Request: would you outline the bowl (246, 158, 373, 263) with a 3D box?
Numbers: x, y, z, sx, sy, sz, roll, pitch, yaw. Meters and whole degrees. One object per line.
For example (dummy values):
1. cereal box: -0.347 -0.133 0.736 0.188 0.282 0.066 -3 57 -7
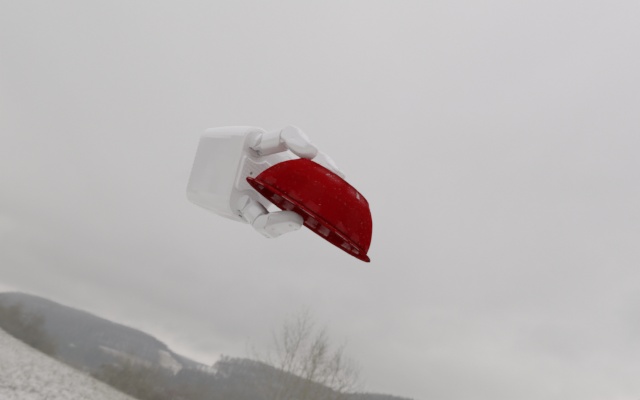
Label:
1. bowl: 0.001 0.002 0.522 0.162 0.055 0.162 34 -7 5
